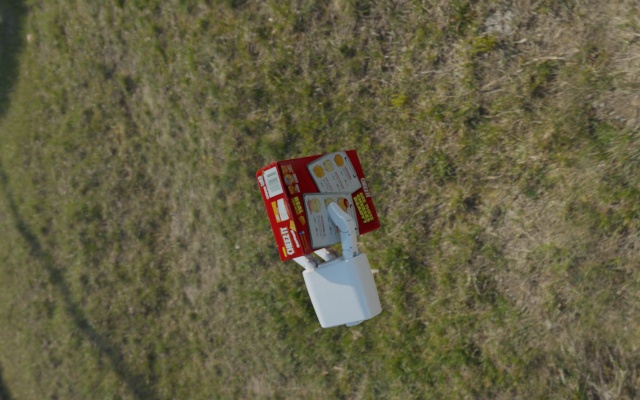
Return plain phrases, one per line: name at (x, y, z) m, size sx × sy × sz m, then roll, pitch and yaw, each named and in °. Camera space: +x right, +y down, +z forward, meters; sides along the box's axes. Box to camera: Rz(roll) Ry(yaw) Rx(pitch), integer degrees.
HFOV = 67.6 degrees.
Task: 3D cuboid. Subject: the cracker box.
cracker box at (0.000, 0.003, 0.872) m, size 0.072 × 0.164 × 0.213 m, roll -20°, pitch -4°, yaw 44°
